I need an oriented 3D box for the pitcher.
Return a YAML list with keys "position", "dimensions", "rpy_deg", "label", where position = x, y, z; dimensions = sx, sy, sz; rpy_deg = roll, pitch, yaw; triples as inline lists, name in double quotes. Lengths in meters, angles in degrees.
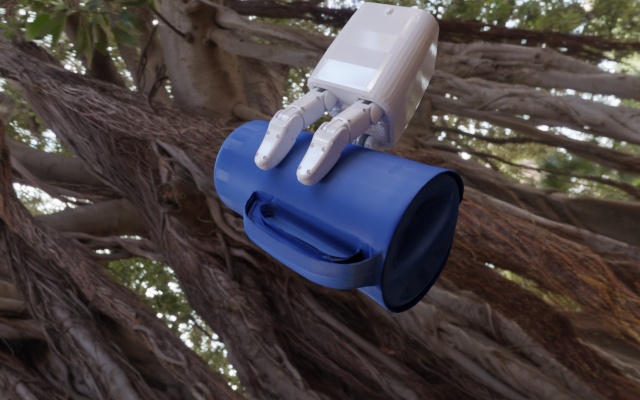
- position: [0.000, 0.001, 0.470]
  dimensions: [0.242, 0.145, 0.149]
  rpy_deg: [24, -12, 35]
  label: "pitcher"
